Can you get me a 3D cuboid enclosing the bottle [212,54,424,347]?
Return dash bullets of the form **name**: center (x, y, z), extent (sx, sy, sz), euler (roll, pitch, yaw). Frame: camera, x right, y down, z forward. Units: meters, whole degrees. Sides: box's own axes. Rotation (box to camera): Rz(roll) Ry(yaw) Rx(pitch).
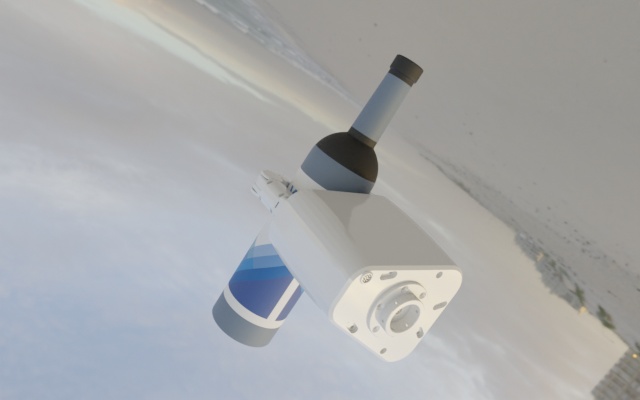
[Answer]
- **bottle**: center (0.000, 0.002, 0.444), extent (0.069, 0.296, 0.069), euler (31, 12, -7)
